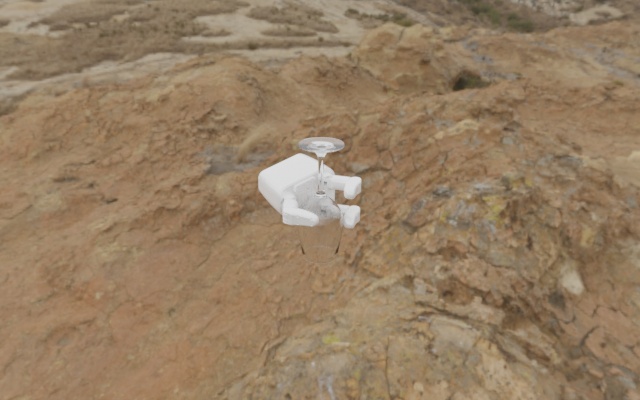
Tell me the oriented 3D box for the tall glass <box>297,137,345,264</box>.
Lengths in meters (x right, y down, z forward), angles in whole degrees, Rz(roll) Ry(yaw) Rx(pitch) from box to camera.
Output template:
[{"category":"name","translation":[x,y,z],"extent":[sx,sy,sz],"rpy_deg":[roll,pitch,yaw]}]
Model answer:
[{"category":"tall glass","translation":[0.000,0.002,0.785],"extent":[0.079,0.201,0.079],"rpy_deg":[0,24,0]}]
